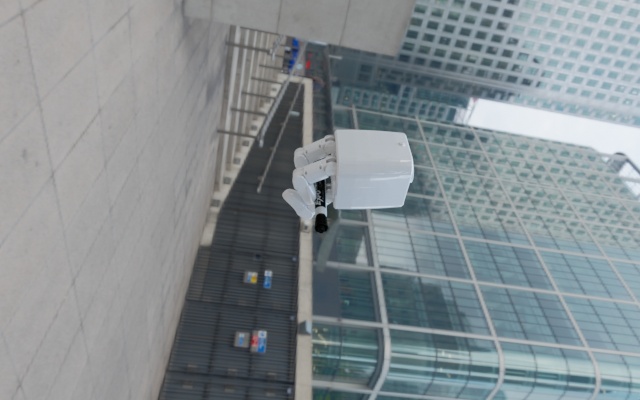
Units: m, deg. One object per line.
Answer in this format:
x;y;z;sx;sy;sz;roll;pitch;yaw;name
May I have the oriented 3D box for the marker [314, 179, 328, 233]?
0.000;0.002;0.699;0.020;0.020;0.121;0;41;-2;marker
